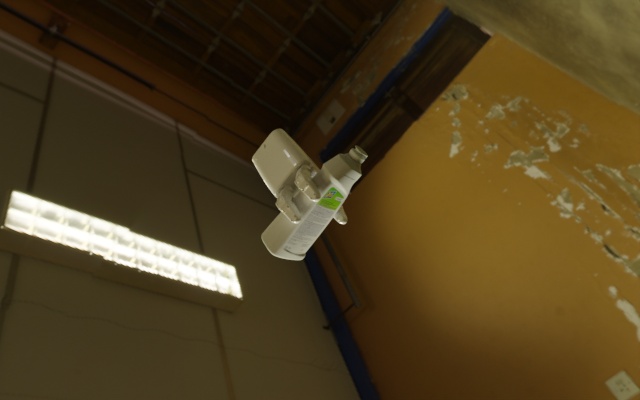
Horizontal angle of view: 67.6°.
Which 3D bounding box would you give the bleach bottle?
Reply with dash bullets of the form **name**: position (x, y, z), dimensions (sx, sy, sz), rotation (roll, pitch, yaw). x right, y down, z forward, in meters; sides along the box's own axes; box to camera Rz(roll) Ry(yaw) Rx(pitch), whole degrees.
- **bleach bottle**: position (0.000, 0.003, 0.893), dimensions (0.102, 0.251, 0.068), rotation (16, 30, -52)
